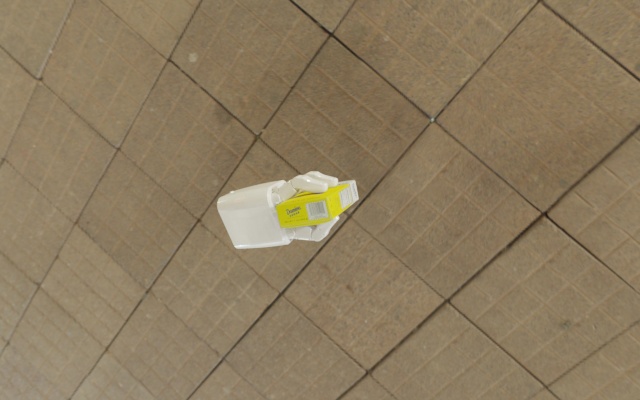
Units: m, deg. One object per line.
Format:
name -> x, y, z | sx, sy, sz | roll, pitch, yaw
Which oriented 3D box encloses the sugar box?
sugar box -> 0.000, 0.002, 0.839 | 0.093, 0.048, 0.176 | -9, 11, 20
